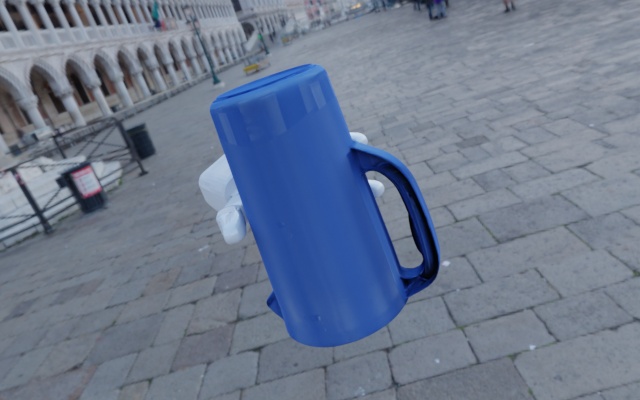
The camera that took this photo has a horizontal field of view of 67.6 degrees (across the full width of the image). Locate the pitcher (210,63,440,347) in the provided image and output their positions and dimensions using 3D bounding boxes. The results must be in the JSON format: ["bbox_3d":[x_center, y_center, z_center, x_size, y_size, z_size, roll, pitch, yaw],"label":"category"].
[{"bbox_3d":[0.000,0.001,0.450,0.149,0.243,0.145,-28,21,-22],"label":"pitcher"}]
